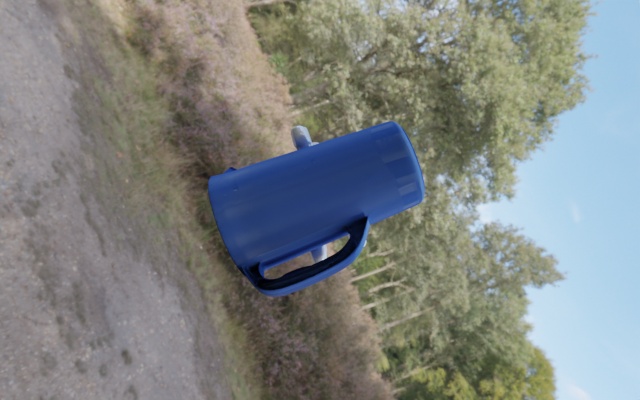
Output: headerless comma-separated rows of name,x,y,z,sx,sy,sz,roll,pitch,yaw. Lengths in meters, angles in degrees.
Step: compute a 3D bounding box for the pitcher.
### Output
pitcher,0.000,0.002,0.581,0.243,0.149,0.145,-20,12,2
